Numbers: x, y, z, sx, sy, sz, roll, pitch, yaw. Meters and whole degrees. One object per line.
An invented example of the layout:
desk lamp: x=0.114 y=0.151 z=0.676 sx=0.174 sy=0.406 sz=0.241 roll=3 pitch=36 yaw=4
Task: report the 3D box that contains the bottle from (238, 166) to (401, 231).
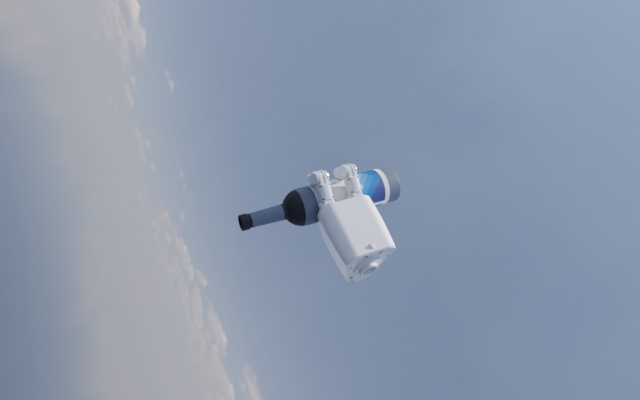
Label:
bottle: x=0.000 y=0.003 z=0.840 sx=0.295 sy=0.069 sz=0.069 roll=-15 pitch=6 yaw=-22
